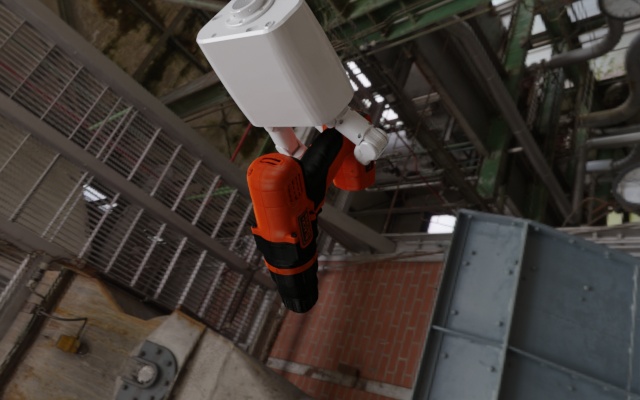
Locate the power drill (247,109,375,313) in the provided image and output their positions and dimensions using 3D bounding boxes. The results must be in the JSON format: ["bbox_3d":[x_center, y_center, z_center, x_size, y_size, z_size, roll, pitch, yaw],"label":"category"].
[{"bbox_3d":[0.000,0.001,0.502,0.057,0.185,0.187,11,41,23],"label":"power drill"}]
